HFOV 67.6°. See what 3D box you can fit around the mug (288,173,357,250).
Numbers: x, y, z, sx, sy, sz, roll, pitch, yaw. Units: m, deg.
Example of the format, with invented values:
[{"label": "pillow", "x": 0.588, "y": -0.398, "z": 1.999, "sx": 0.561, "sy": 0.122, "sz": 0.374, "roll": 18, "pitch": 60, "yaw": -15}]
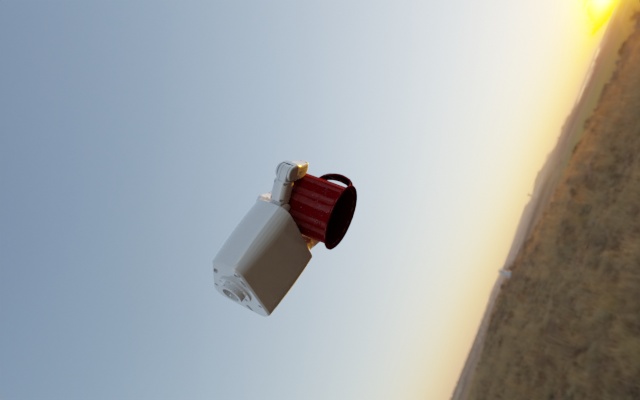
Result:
[{"label": "mug", "x": 0.001, "y": 0.001, "z": 0.666, "sx": 0.081, "sy": 0.117, "sz": 0.093, "roll": 21, "pitch": -35, "yaw": 22}]
